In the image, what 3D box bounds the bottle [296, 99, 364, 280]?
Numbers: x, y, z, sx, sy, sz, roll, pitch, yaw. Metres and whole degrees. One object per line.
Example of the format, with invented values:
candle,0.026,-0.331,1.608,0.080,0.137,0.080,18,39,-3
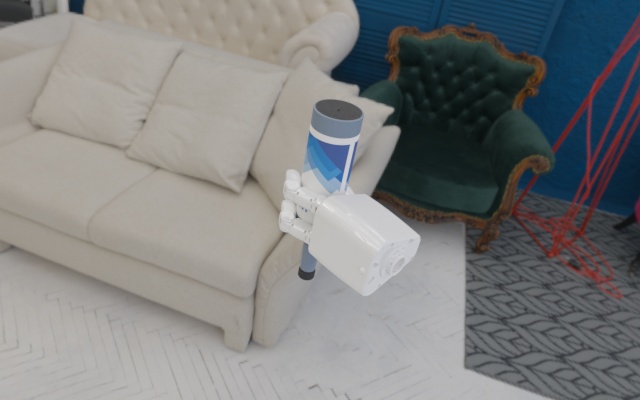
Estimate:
bottle,0.000,0.002,0.697,0.069,0.296,0.069,8,35,-5
